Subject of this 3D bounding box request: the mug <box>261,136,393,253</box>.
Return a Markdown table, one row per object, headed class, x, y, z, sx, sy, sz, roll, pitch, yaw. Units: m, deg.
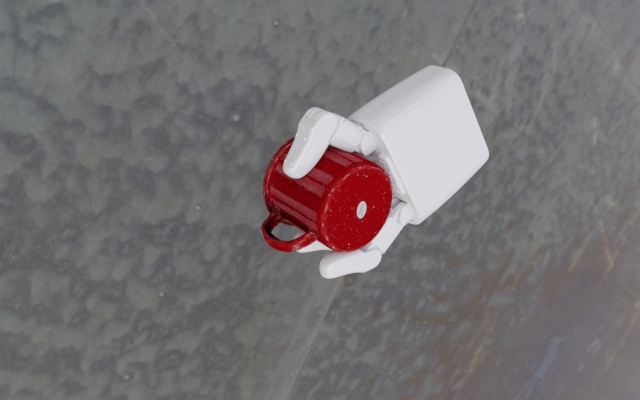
| class | x | y | z | sx | sy | sz | roll | pitch | yaw |
| --- | --- | --- | --- | --- | --- | --- | --- | --- | --- |
| mug | -0.001 | 0.002 | 0.419 | 0.117 | 0.093 | 0.081 | -38 | 40 | -19 |
